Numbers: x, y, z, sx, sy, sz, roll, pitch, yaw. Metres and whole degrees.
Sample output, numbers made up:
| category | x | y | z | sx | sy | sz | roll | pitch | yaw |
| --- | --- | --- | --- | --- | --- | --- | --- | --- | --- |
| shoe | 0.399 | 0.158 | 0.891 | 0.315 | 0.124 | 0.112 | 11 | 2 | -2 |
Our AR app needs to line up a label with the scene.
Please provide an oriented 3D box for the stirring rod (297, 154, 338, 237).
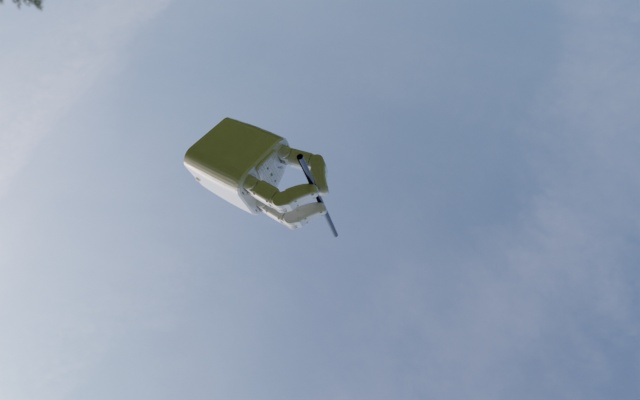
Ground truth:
| category | x | y | z | sx | sy | sz | roll | pitch | yaw |
| --- | --- | --- | --- | --- | --- | --- | --- | --- | --- |
| stirring rod | 0.000 | 0.002 | 0.662 | 0.011 | 0.011 | 0.240 | 0 | -26 | 13 |
